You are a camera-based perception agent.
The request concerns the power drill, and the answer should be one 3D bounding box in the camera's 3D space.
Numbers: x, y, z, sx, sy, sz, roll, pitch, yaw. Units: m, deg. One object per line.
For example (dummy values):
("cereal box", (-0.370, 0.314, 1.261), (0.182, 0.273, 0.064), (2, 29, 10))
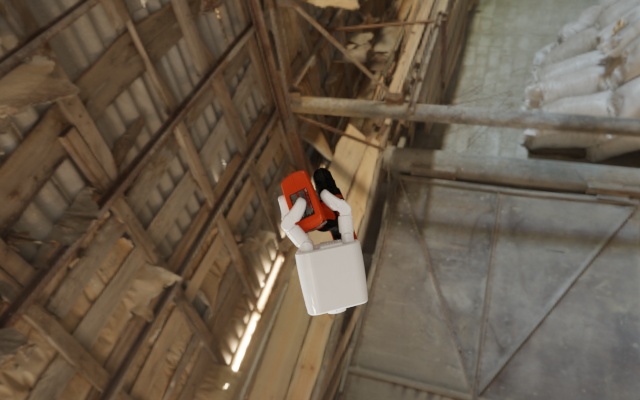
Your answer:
("power drill", (0.000, 0.003, 0.893), (0.057, 0.184, 0.188), (-29, -21, 18))
